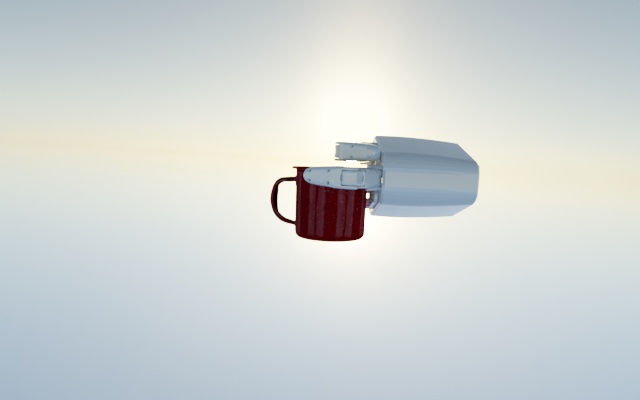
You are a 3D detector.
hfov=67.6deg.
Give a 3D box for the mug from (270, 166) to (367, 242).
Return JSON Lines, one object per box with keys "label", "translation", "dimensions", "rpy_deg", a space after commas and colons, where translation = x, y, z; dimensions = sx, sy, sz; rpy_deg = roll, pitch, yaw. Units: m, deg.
{"label": "mug", "translation": [-0.001, 0.002, 0.553], "dimensions": [0.117, 0.081, 0.093], "rpy_deg": [2, 5, -1]}
